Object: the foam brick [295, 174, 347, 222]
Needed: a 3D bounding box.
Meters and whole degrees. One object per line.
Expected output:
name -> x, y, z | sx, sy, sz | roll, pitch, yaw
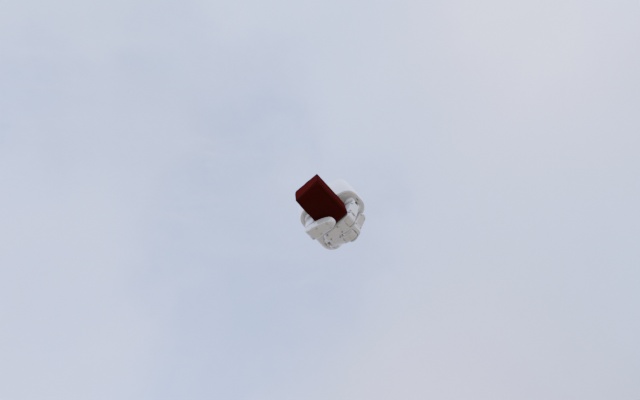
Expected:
foam brick -> 0.000, 0.002, 0.819 | 0.053, 0.078, 0.051 | -40, 17, 9
